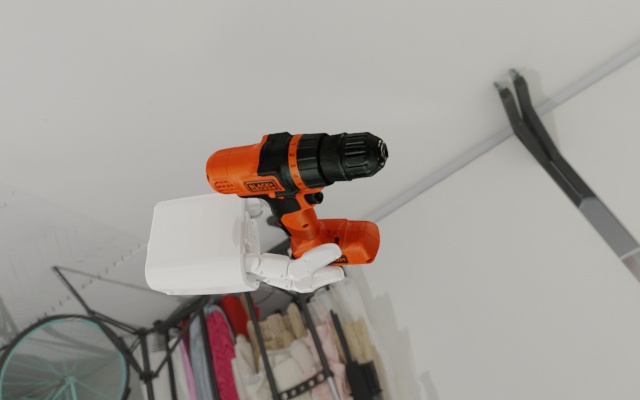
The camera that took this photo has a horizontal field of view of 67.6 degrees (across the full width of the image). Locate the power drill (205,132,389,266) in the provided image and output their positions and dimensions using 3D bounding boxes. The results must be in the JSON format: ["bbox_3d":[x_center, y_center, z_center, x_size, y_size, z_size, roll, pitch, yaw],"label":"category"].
[{"bbox_3d":[0.000,0.002,0.498,0.184,0.057,0.188,-3,-36,26],"label":"power drill"}]
